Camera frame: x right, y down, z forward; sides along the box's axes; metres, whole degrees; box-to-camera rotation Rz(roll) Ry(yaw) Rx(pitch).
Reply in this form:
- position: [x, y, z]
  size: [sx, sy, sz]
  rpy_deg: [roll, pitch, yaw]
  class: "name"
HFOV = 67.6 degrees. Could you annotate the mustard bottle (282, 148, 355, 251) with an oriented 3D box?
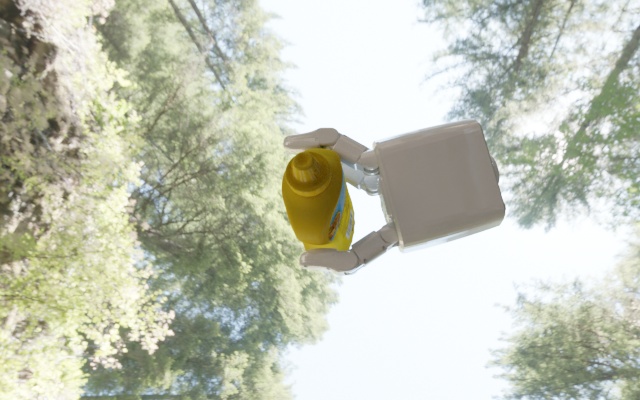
- position: [0.000, 0.002, 0.492]
  size: [0.058, 0.096, 0.192]
  rpy_deg: [8, -20, 12]
  class: "mustard bottle"
